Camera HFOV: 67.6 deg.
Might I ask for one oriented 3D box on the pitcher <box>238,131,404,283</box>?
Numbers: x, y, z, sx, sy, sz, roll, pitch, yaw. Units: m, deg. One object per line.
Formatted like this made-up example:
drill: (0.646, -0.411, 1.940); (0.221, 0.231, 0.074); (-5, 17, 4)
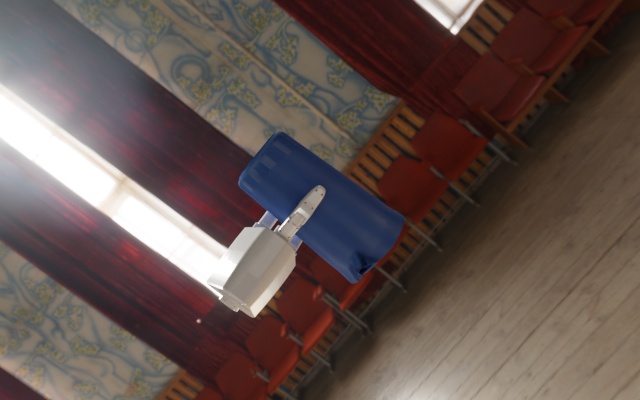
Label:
pitcher: (0.000, 0.003, 0.748); (0.243, 0.145, 0.149); (38, -18, -6)
